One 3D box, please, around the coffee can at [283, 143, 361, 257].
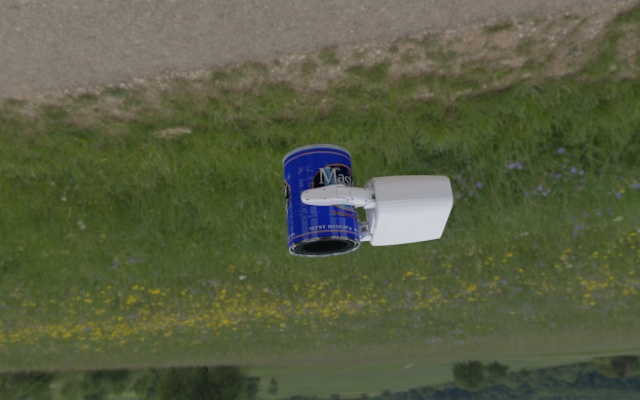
[{"bbox_3d":[0.000,0.002,0.695,0.103,0.140,0.103,-4,-20,-2],"label":"coffee can"}]
